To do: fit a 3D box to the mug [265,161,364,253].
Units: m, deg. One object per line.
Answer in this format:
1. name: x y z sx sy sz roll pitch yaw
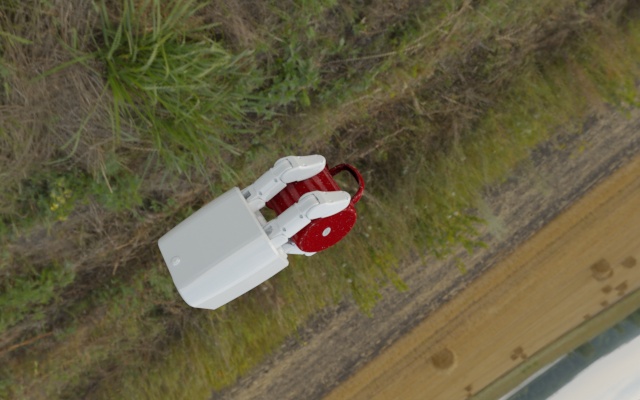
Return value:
1. mug: 0.001 0.001 0.575 0.117 0.081 0.093 -33 -30 -3
